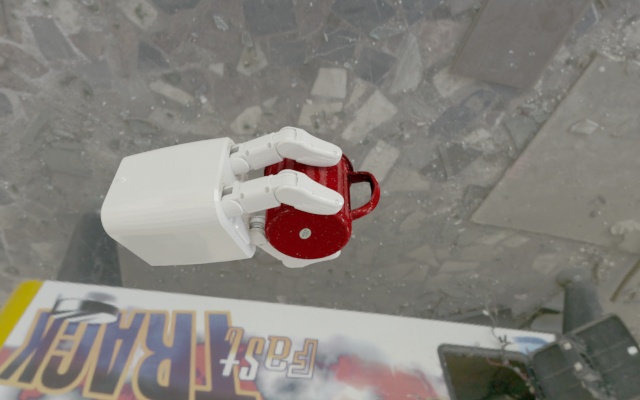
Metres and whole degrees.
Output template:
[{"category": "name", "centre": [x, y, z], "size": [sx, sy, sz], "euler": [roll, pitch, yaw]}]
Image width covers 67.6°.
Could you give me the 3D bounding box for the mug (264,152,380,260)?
[{"category": "mug", "centre": [0.002, 0.002, 0.464], "size": [0.117, 0.081, 0.093], "euler": [-9, -44, 8]}]
